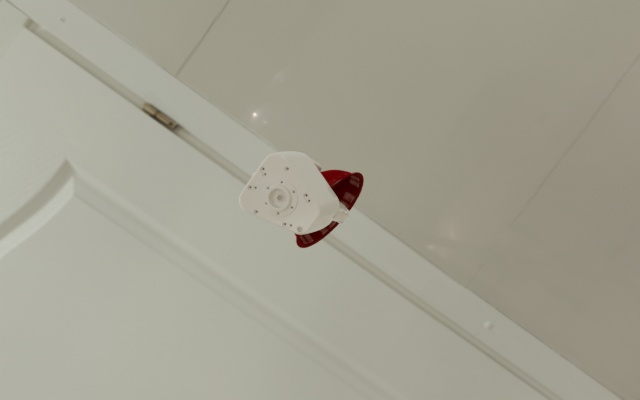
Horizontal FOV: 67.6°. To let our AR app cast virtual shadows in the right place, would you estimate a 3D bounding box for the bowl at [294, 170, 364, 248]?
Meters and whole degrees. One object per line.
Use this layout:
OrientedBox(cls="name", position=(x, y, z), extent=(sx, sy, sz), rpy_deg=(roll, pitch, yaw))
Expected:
OrientedBox(cls="bowl", position=(0.000, 0.003, 0.813), extent=(0.055, 0.162, 0.162), rpy_deg=(41, 17, 21))
